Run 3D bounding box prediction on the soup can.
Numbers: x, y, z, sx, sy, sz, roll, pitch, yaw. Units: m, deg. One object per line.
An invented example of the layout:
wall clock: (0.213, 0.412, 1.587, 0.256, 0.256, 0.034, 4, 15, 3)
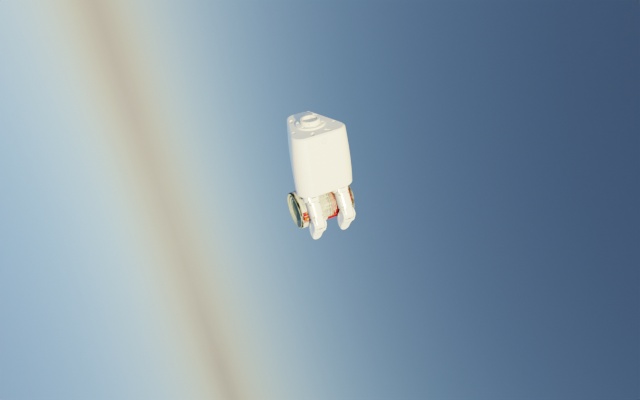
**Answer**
soup can: (0.000, 0.003, 0.850, 0.102, 0.068, 0.068, -19, 6, -17)
